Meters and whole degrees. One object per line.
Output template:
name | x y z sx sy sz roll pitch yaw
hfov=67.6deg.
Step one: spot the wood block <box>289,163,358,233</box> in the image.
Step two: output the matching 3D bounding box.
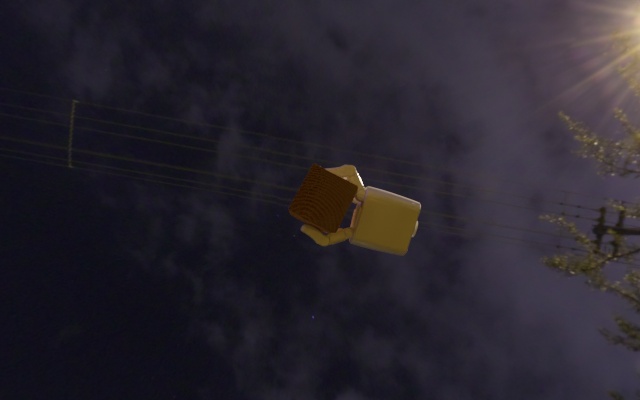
wood block | 0.000 0.003 0.890 0.090 0.091 0.206 28 -5 -1
